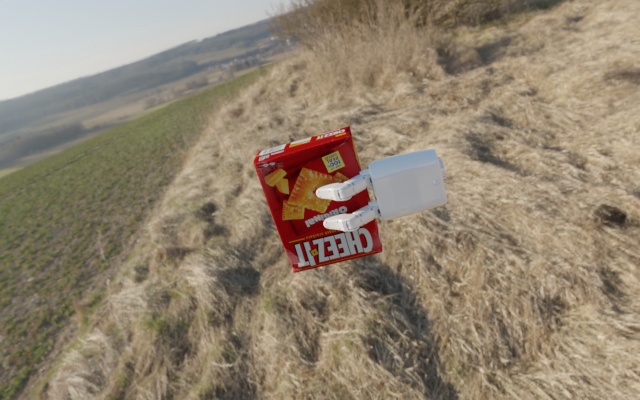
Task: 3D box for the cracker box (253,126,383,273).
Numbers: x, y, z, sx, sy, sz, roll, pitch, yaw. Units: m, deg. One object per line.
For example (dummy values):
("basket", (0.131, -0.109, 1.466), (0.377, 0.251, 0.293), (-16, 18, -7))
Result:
("cracker box", (0.000, 0.002, 0.803), (0.164, 0.214, 0.072), (-14, 21, 9))
